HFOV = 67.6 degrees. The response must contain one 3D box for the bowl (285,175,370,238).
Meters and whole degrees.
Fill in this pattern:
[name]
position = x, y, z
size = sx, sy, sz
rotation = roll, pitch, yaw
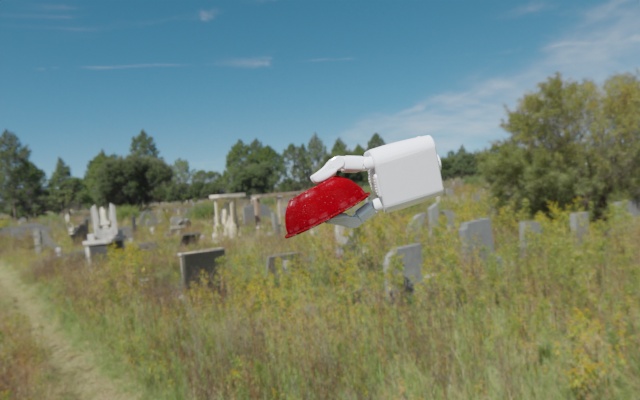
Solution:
[bowl]
position = -0.001, 0.003, 0.798
size = 0.162, 0.055, 0.162
rotation = -28, 2, 1
